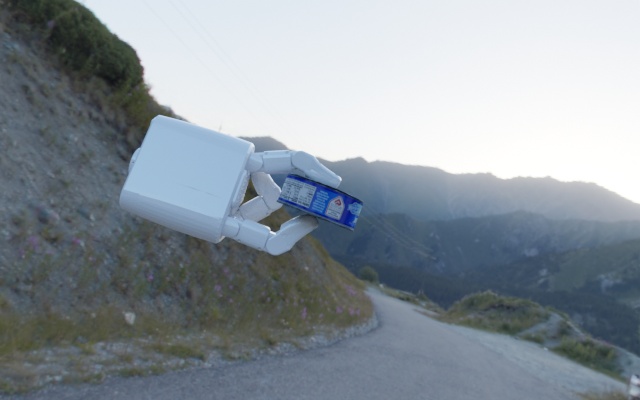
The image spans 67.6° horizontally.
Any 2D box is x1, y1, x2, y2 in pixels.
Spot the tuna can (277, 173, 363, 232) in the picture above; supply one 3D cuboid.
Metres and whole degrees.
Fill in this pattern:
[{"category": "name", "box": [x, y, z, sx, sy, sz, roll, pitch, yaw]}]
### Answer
[{"category": "tuna can", "box": [0.000, 0.001, 0.497, 0.086, 0.034, 0.086, 21, -2, 1]}]
